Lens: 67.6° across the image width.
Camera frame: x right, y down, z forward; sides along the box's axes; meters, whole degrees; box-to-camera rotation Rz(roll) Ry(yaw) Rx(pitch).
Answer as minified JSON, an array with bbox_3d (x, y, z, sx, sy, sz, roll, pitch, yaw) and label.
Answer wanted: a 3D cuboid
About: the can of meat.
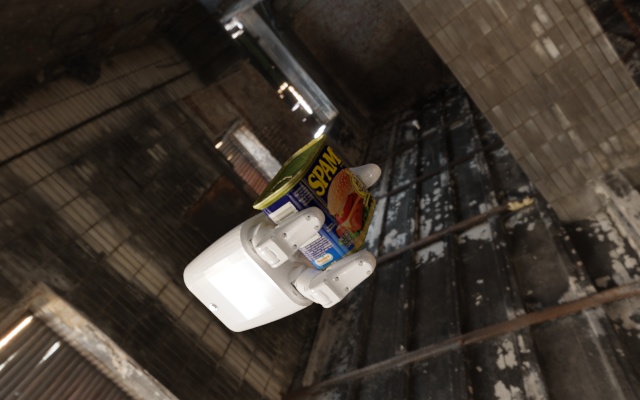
[{"bbox_3d":[0.000,0.002,0.427,0.057,0.084,0.102,-33,16,31],"label":"can of meat"}]
